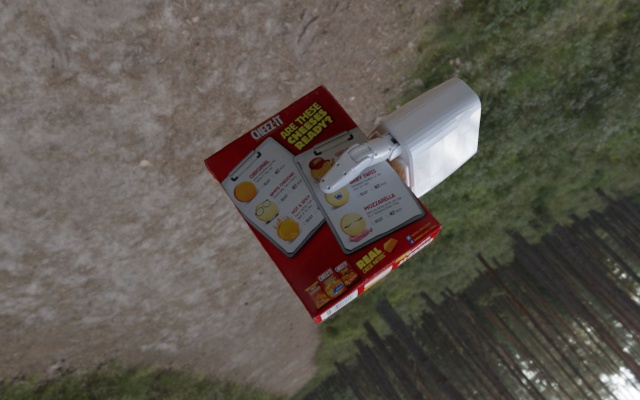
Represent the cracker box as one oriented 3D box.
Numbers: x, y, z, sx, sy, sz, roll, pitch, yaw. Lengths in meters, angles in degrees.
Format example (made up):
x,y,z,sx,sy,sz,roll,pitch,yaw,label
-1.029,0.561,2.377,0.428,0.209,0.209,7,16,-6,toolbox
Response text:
x,y,z,sx,sy,sz,roll,pitch,yaw,label
0.000,0.002,0.533,0.164,0.213,0.072,-34,-18,-10,cracker box
